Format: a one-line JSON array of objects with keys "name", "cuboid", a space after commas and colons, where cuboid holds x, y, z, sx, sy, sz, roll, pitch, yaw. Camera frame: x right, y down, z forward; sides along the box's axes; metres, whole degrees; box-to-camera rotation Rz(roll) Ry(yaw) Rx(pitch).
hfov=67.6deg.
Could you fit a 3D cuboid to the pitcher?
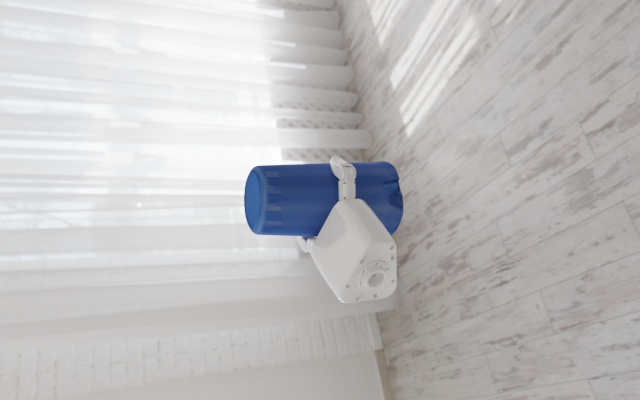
[{"name": "pitcher", "cuboid": [0.000, 0.003, 0.790, 0.243, 0.149, 0.145, 0, 30, -25]}]
